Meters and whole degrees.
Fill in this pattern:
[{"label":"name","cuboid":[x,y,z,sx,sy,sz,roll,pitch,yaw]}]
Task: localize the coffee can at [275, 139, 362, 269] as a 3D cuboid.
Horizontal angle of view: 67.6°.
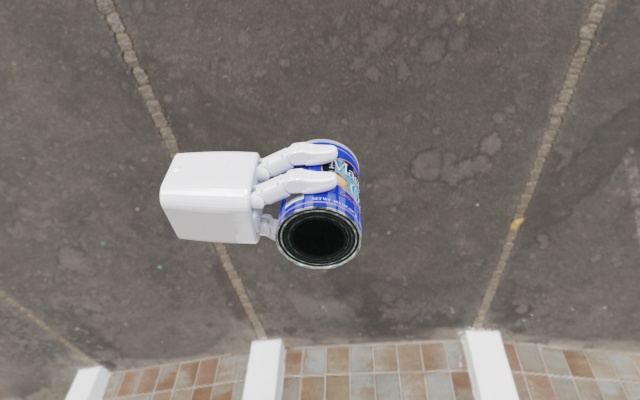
[{"label":"coffee can","cuboid":[0.000,0.002,0.613,0.103,0.103,0.140,0,40,3]}]
